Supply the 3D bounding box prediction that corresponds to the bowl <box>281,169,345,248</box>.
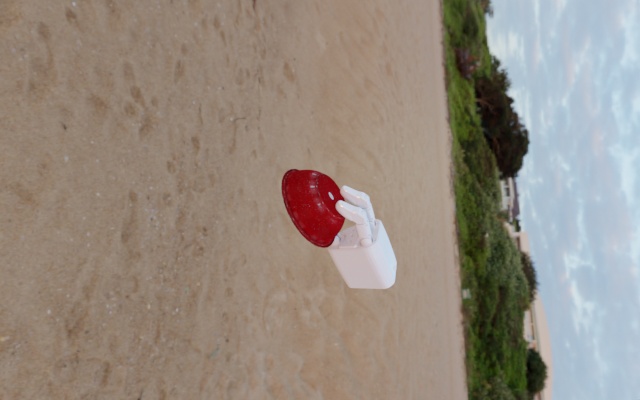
[{"bbox_3d":[0.000,0.002,0.879,0.055,0.162,0.162,-28,-14,27],"label":"bowl"}]
